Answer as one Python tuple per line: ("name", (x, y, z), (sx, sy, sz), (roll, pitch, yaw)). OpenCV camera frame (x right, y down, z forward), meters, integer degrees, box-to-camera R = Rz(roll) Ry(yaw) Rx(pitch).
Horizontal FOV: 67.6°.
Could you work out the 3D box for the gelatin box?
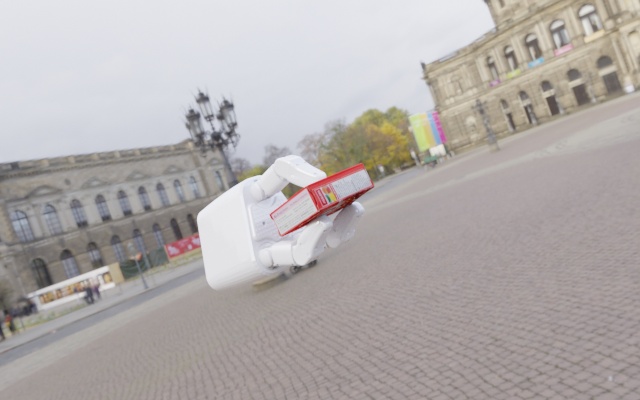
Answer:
("gelatin box", (0.000, 0.001, 0.480), (0.073, 0.030, 0.089), (-23, -7, -35))
